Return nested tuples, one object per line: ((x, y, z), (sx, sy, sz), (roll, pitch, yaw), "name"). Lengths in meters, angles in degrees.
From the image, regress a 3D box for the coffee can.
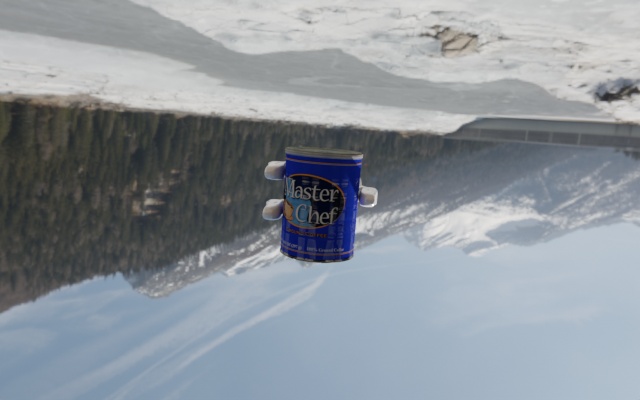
((0.000, 0.002, 0.642), (0.103, 0.140, 0.103), (4, 9, -1), "coffee can")
